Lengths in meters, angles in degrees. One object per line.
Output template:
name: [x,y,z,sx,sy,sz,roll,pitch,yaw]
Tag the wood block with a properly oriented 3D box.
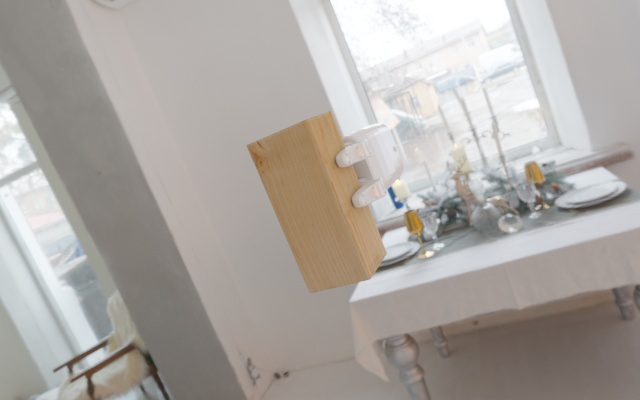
wood block: [0.000,0.002,0.618,0.091,0.206,0.090,-18,9,27]
